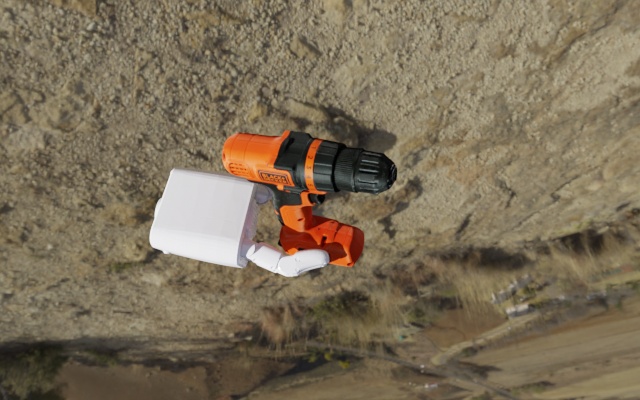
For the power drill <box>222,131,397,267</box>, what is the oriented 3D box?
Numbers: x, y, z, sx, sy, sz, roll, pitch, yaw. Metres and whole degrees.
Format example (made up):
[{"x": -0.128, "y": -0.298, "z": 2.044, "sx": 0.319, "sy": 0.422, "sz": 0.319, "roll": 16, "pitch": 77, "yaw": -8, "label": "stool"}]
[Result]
[{"x": 0.000, "y": 0.002, "z": 0.532, "sx": 0.184, "sy": 0.057, "sz": 0.188, "roll": 11, "pitch": -34, "yaw": 22, "label": "power drill"}]
